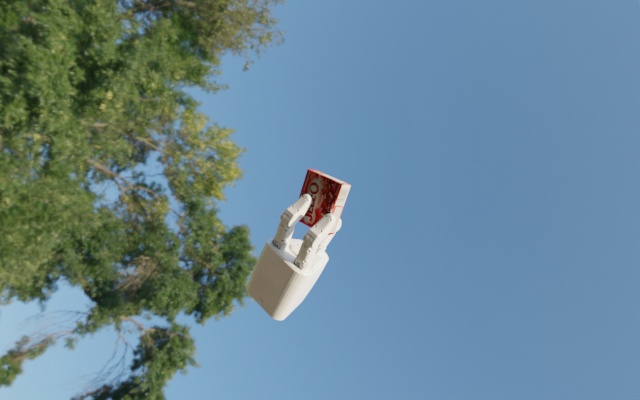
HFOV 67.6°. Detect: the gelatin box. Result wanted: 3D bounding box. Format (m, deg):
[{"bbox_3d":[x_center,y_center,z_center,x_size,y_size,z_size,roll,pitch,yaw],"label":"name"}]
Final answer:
[{"bbox_3d":[0.000,0.002,0.776,0.073,0.089,0.030,26,13,33],"label":"gelatin box"}]
